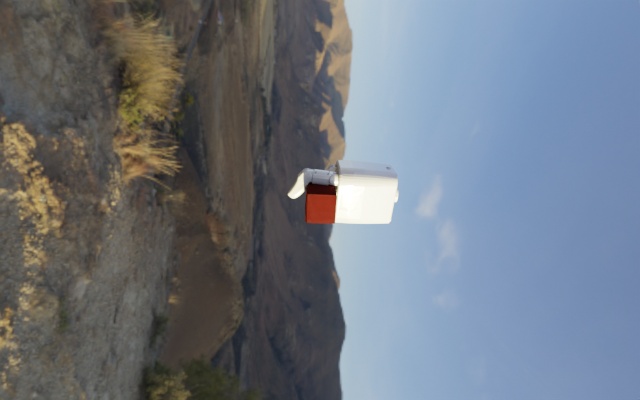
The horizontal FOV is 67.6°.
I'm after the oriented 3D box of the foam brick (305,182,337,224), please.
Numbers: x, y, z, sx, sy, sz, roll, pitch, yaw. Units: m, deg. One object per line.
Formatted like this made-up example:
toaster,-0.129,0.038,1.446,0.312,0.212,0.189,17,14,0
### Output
foam brick,0.000,0.003,0.831,0.051,0.053,0.078,4,18,-3
